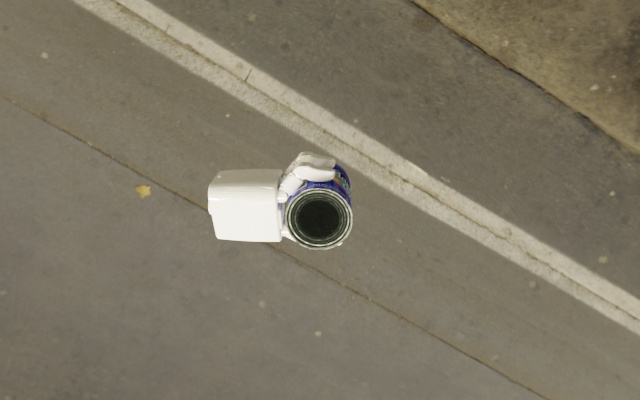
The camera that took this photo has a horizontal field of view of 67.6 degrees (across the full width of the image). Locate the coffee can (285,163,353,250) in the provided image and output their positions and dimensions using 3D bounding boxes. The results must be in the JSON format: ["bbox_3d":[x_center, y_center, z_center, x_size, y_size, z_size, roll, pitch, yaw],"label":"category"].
[{"bbox_3d":[0.000,0.003,0.777,0.103,0.103,0.140,0,22,2],"label":"coffee can"}]
